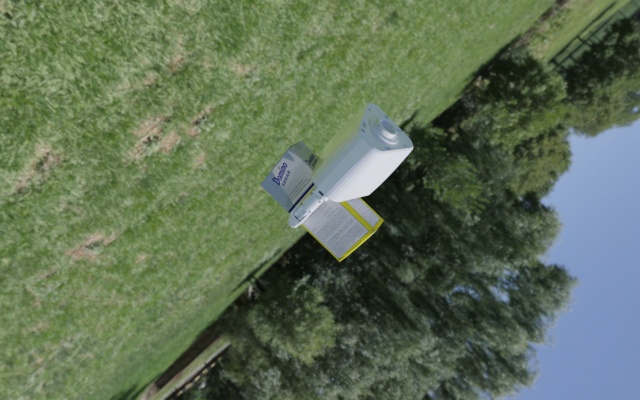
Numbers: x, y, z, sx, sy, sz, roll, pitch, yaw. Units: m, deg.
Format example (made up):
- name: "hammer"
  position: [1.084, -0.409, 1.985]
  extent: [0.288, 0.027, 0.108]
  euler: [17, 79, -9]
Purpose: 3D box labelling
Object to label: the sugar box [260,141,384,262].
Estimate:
- name: "sugar box"
  position: [0.001, 0.002, 0.732]
  extent: [0.093, 0.176, 0.048]
  euler: [-46, -4, 36]
